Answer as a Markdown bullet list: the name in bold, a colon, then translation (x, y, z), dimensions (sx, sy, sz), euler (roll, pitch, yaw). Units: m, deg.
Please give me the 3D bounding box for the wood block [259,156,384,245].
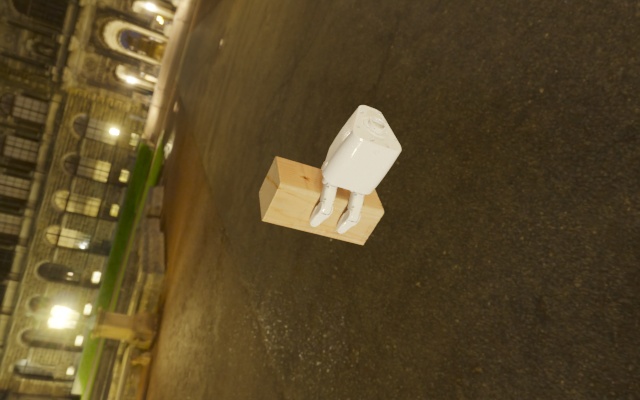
- **wood block**: translation (0.000, 0.002, 0.888), dimensions (0.206, 0.090, 0.090), euler (16, 33, -22)
